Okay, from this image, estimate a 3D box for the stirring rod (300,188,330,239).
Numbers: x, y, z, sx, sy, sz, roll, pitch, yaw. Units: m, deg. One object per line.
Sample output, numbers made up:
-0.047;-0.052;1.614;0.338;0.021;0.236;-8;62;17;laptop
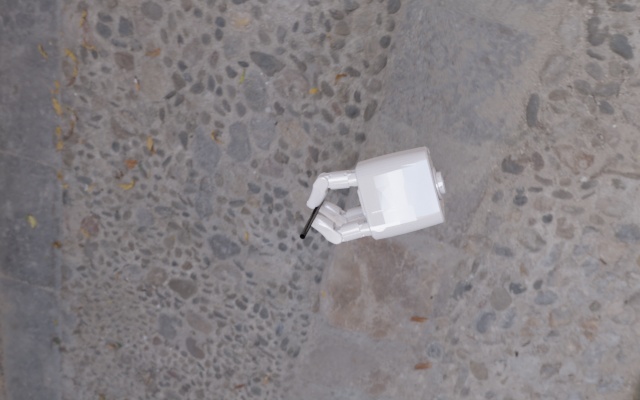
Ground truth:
0.000;0.002;0.758;0.011;0.011;0.239;0;23;13;stirring rod
